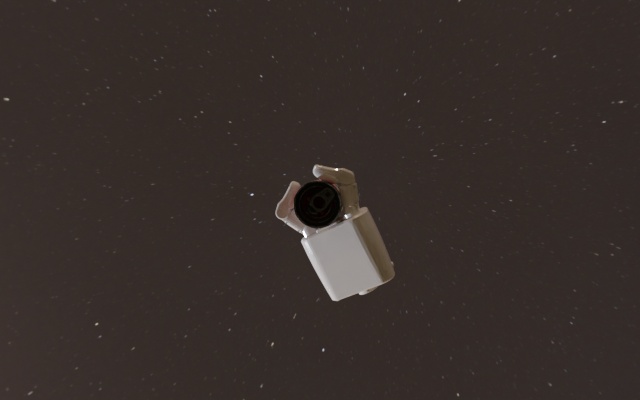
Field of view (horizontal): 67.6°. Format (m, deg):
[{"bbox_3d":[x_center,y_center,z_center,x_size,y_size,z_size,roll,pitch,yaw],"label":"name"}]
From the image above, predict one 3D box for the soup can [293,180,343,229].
[{"bbox_3d":[0.000,0.002,0.719,0.068,0.068,0.102,0,4,5],"label":"soup can"}]
